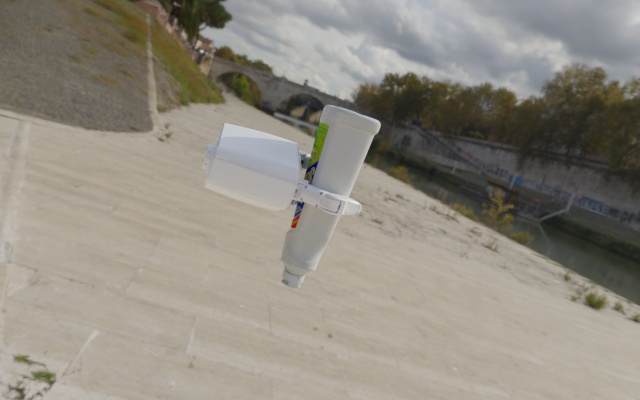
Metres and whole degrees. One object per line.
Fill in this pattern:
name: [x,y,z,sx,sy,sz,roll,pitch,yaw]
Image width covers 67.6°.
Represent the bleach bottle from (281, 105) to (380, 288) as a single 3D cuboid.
bleach bottle: [0.000,0.002,0.642,0.068,0.251,0.102,17,10,-14]
